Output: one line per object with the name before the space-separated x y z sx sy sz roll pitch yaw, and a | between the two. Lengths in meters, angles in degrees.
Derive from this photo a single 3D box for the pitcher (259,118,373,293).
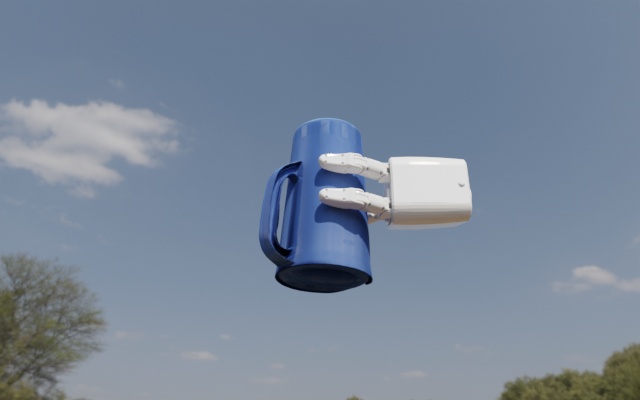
pitcher | 0.000 0.002 0.690 0.145 0.242 0.149 -1 -26 5
